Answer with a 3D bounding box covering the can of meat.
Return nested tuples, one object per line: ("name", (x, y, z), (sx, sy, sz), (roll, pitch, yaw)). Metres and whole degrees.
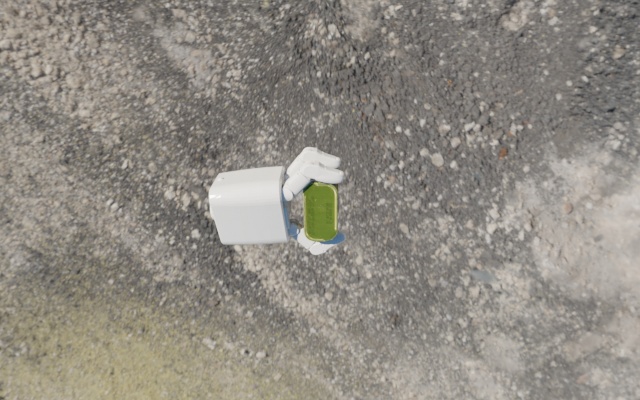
("can of meat", (0.000, 0.003, 0.740), (0.057, 0.102, 0.084), (-1, 23, 1))
